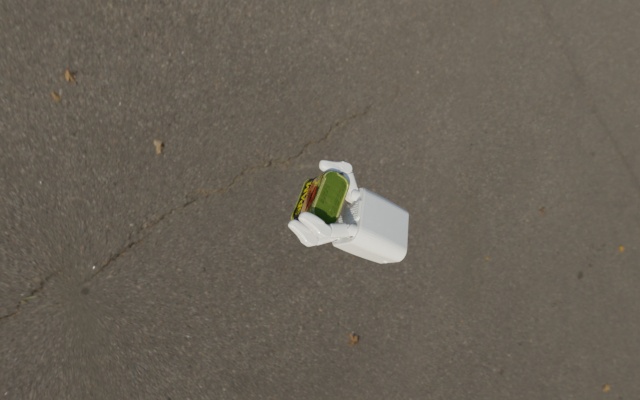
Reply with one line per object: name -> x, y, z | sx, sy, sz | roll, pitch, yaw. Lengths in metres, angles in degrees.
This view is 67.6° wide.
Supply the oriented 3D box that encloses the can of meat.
can of meat -> 0.000, 0.003, 0.847 | 0.057, 0.102, 0.084 | 28, -21, -20
